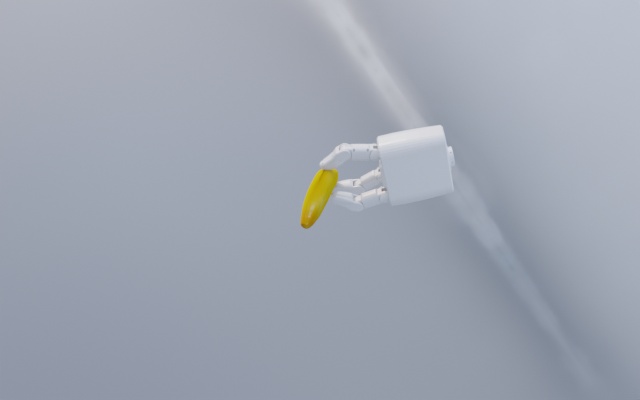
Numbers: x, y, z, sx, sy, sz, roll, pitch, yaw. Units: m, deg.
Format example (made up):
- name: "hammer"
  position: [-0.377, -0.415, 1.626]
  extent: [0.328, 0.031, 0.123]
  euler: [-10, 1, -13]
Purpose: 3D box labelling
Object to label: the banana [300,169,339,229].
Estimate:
- name: "banana"
  position: [0.004, -0.016, 0.796]
  extent: [0.037, 0.070, 0.197]
  euler: [12, 19, 7]
